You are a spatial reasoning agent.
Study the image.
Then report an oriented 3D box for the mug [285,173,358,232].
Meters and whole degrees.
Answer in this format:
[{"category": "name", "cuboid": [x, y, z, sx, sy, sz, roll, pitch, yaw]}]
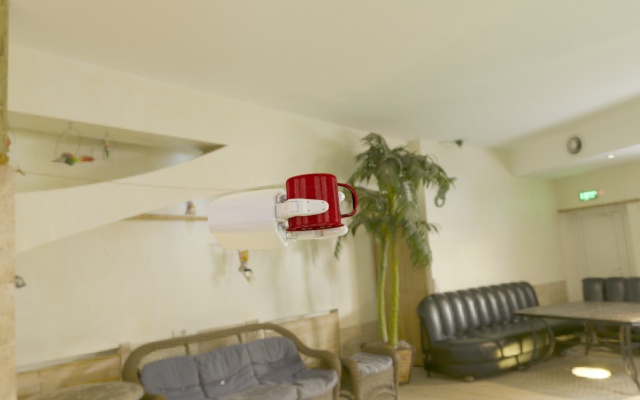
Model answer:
[{"category": "mug", "cuboid": [0.002, 0.002, 0.748, 0.117, 0.081, 0.093, -5, -7, 4]}]
